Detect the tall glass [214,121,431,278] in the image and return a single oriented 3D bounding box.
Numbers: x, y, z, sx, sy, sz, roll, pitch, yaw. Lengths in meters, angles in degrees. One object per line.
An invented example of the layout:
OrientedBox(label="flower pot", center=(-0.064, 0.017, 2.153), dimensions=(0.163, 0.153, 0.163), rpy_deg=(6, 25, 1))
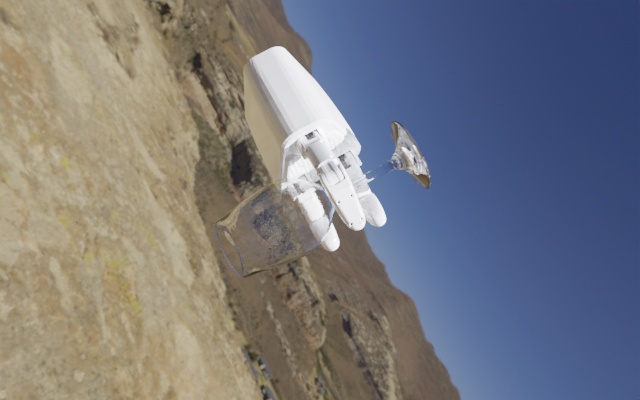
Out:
OrientedBox(label="tall glass", center=(0.001, 0.001, 0.462), dimensions=(0.201, 0.079, 0.079), rpy_deg=(-28, 1, -2))
